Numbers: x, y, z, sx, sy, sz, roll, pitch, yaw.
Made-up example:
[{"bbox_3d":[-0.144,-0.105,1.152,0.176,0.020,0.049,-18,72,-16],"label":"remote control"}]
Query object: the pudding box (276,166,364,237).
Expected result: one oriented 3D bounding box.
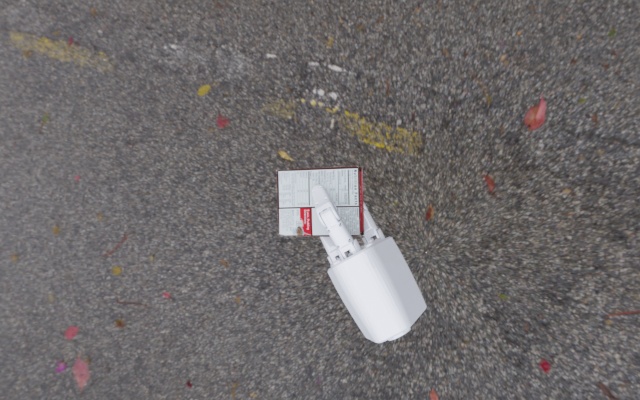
[{"bbox_3d":[0.000,0.002,0.622,0.113,0.090,0.039,-1,-1,10],"label":"pudding box"}]
